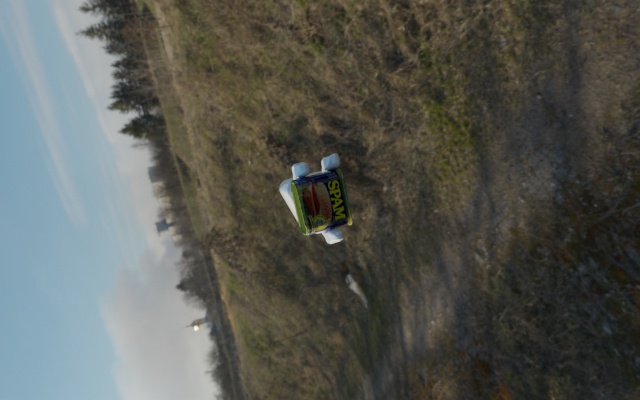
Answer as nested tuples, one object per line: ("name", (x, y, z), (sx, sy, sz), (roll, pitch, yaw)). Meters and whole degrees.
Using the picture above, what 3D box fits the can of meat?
("can of meat", (0.000, 0.003, 0.825), (0.084, 0.102, 0.057), (-15, 11, -14))
